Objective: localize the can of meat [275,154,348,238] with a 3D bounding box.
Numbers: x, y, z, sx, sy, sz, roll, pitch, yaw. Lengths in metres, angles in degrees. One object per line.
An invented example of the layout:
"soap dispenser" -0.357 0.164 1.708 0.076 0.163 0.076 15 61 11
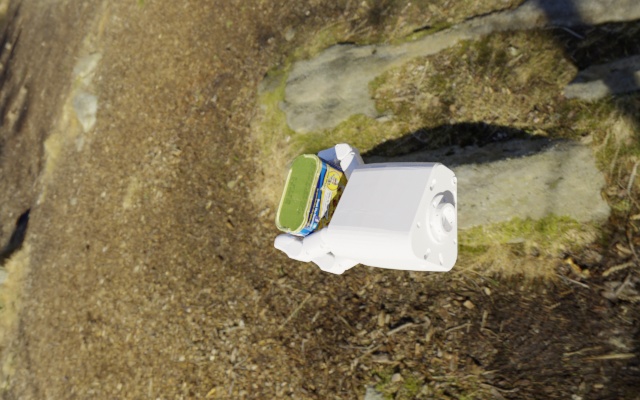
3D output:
"can of meat" 0.000 0.002 0.584 0.057 0.102 0.084 5 -13 46
